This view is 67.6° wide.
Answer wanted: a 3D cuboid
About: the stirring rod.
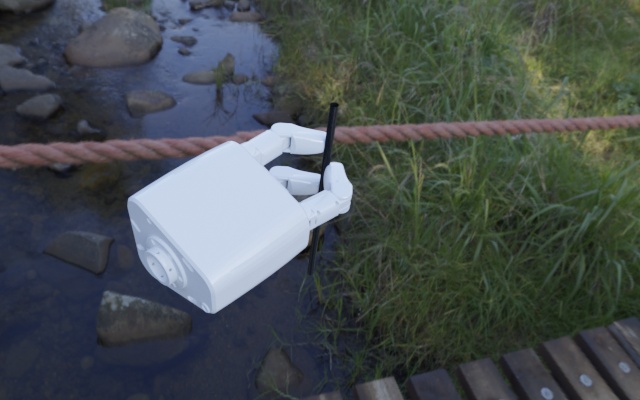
[{"bbox_3d":[0.000,0.002,0.511,0.011,0.240,0.011,4,43,-4],"label":"stirring rod"}]
